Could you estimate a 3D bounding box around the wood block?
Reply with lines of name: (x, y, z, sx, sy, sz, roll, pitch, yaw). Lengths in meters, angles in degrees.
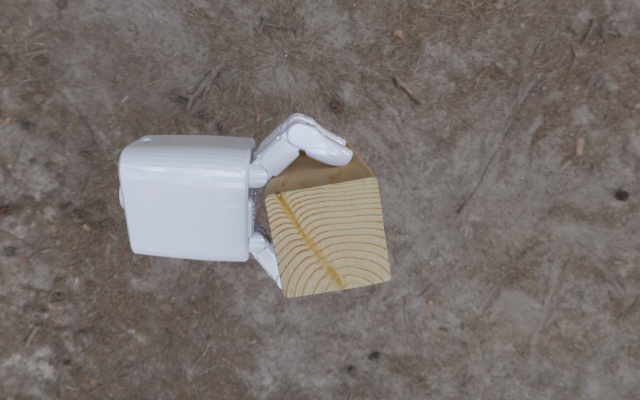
wood block: (0.000, 0.002, 0.469, 0.090, 0.091, 0.206, -10, 17, -1)
